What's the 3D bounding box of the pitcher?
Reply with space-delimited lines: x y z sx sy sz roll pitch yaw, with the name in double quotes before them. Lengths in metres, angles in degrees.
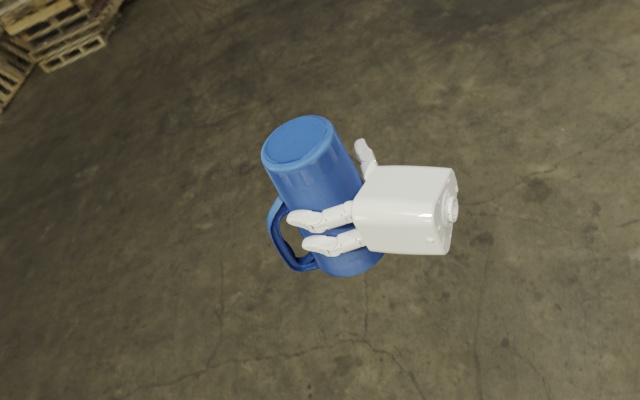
"pitcher" 0.000 0.002 0.712 0.145 0.149 0.243 2 -39 30
